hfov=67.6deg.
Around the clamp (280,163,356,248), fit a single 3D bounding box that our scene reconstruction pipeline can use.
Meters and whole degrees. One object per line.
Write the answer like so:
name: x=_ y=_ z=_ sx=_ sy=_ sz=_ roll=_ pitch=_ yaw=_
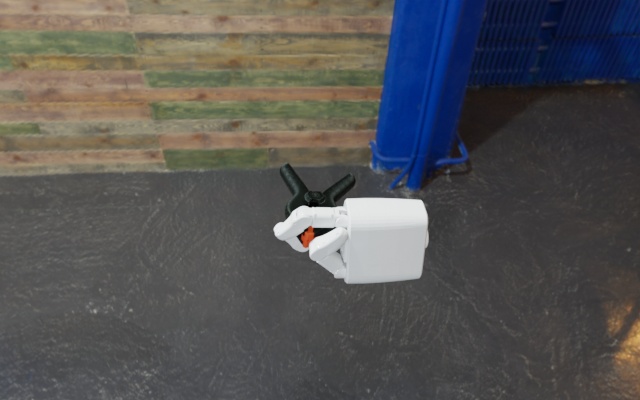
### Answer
clamp: x=0.000 y=0.002 z=0.707 sx=0.120 sy=0.039 sz=0.171 roll=-1 pitch=42 yaw=-4
